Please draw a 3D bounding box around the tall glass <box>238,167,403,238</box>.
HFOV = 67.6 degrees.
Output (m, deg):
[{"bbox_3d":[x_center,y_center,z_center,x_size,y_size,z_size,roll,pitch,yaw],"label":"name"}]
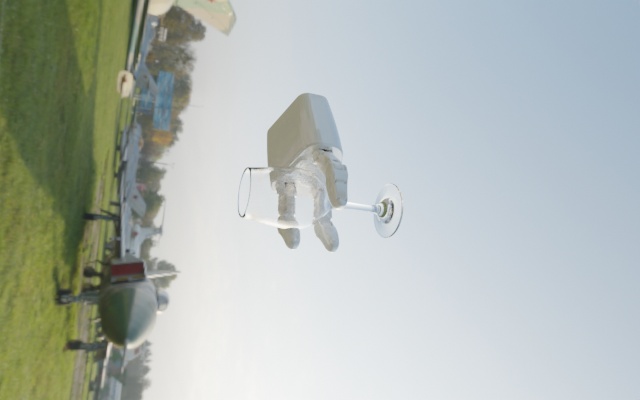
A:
[{"bbox_3d":[0.001,0.002,0.607,0.201,0.079,0.079,7,-3,-22],"label":"tall glass"}]
